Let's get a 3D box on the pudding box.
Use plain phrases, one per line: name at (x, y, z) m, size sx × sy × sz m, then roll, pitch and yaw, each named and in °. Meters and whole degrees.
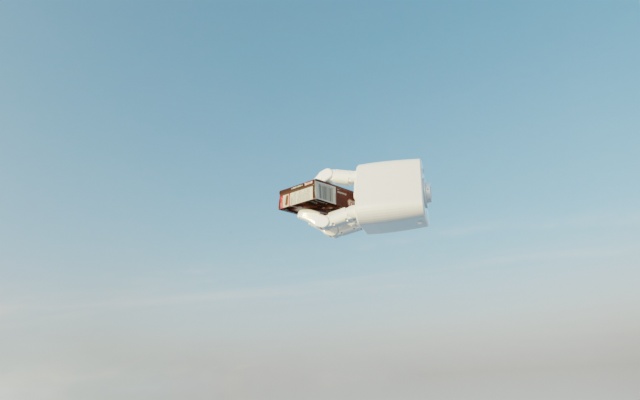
pudding box at (0.000, 0.002, 0.803) m, size 0.113 × 0.039 × 0.090 m, roll 19°, pitch -26°, yaw -41°
